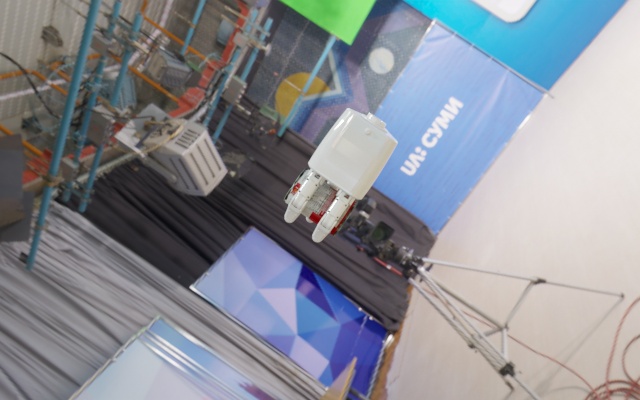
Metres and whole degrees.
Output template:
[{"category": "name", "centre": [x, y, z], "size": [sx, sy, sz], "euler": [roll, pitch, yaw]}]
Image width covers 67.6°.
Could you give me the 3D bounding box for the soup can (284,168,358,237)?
[{"category": "soup can", "centre": [0.000, 0.003, 0.780], "size": [0.102, 0.068, 0.068], "euler": [34, 1, 1]}]
